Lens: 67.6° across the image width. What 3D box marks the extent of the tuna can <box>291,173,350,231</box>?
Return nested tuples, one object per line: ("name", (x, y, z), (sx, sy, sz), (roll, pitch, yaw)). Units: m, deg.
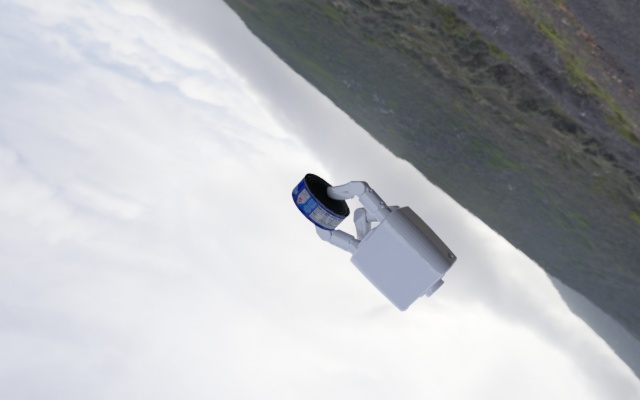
("tuna can", (0.000, 0.003, 0.687), (0.034, 0.086, 0.086), (-46, -21, 21))
